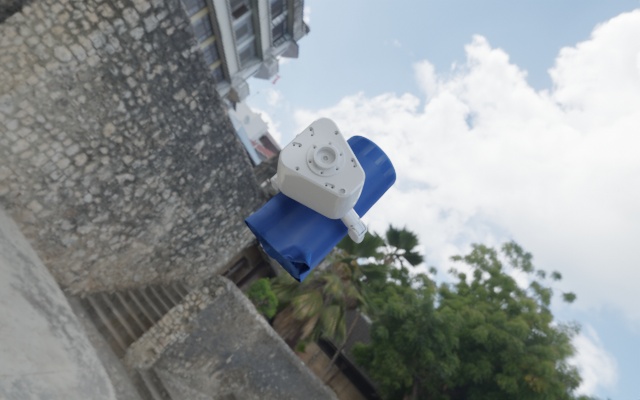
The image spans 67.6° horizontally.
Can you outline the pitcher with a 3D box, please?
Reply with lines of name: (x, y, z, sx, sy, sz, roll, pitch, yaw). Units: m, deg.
pitcher: (0.000, 0.003, 0.787, 0.243, 0.149, 0.145, -42, -10, -13)
